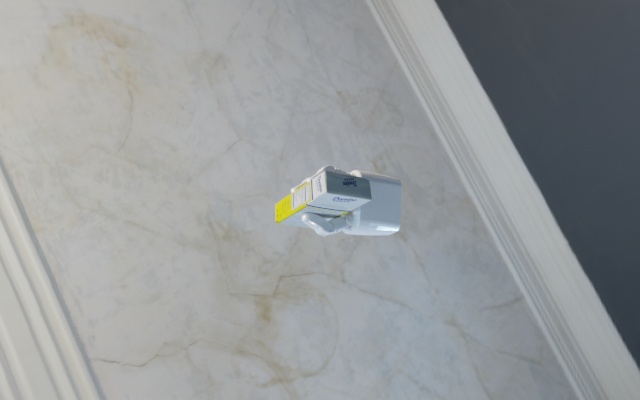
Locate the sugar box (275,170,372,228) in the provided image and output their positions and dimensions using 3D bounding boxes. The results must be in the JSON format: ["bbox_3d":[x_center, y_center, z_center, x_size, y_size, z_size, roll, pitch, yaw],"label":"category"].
[{"bbox_3d":[0.000,0.002,0.839,0.093,0.048,0.176,9,-26,-32],"label":"sugar box"}]
